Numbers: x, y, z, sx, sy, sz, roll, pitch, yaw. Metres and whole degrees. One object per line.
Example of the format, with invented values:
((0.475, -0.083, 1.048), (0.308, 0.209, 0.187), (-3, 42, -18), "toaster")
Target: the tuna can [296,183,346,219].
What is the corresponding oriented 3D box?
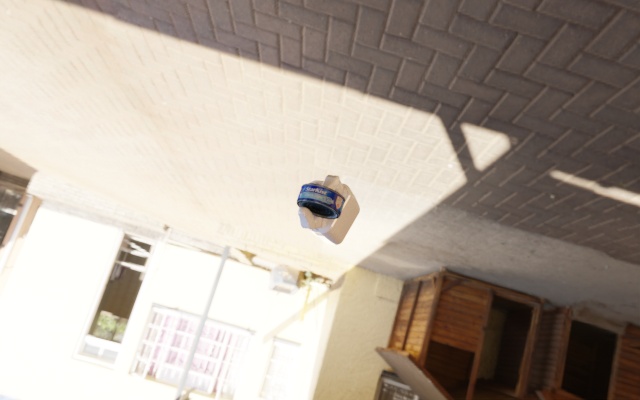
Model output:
((0.000, 0.003, 0.870), (0.086, 0.033, 0.086), (17, -18, 6), "tuna can")
